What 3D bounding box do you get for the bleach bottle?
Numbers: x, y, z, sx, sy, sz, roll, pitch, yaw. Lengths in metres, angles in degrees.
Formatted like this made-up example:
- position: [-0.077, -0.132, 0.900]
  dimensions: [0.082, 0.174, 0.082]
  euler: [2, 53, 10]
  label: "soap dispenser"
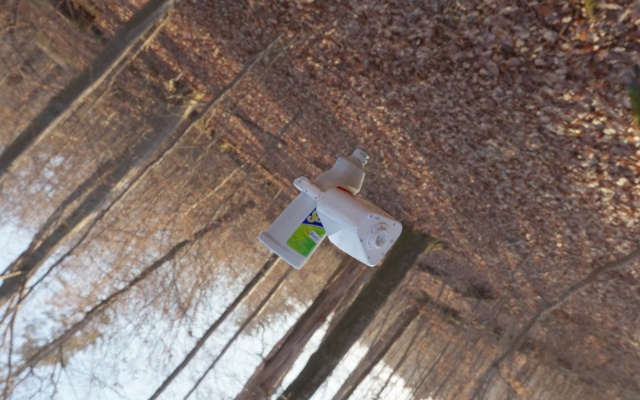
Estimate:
- position: [0.000, 0.003, 0.896]
  dimensions: [0.068, 0.251, 0.103]
  euler: [32, -9, 48]
  label: "bleach bottle"
